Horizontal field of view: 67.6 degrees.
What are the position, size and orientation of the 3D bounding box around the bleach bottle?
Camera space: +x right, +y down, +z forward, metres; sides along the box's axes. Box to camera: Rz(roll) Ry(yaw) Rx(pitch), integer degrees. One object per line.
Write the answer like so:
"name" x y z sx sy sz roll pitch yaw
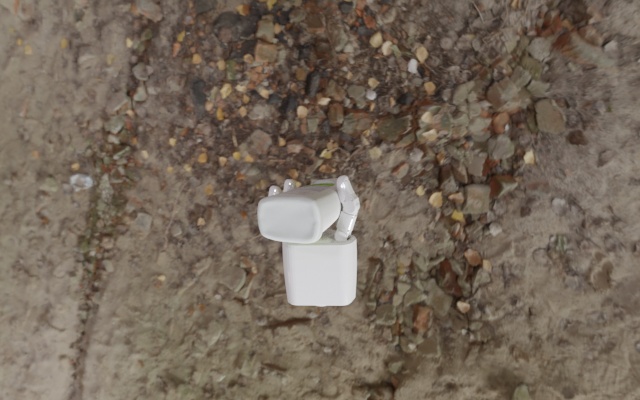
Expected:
"bleach bottle" 0.000 0.002 0.772 0.102 0.068 0.251 2 12 23
